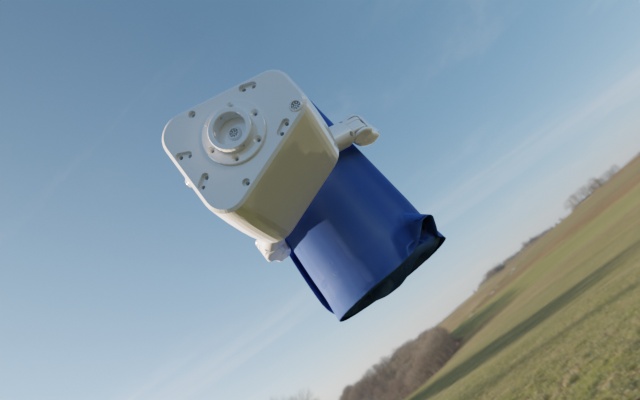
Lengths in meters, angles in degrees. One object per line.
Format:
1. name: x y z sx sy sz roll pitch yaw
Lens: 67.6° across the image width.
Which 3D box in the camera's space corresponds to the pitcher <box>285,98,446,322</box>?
1. pitcher: 0.000 0.002 0.515 0.149 0.242 0.145 -39 -19 2
